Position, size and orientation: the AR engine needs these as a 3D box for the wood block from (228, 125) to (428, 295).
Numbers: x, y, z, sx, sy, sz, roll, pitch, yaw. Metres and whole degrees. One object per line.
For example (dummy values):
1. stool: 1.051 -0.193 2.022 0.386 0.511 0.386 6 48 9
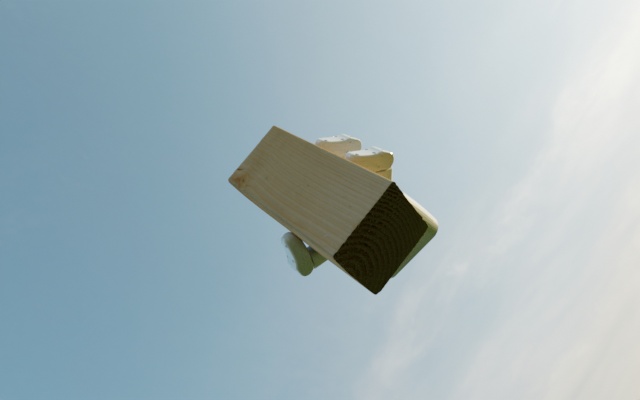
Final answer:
1. wood block: 0.000 0.002 0.522 0.206 0.091 0.090 31 -10 47
